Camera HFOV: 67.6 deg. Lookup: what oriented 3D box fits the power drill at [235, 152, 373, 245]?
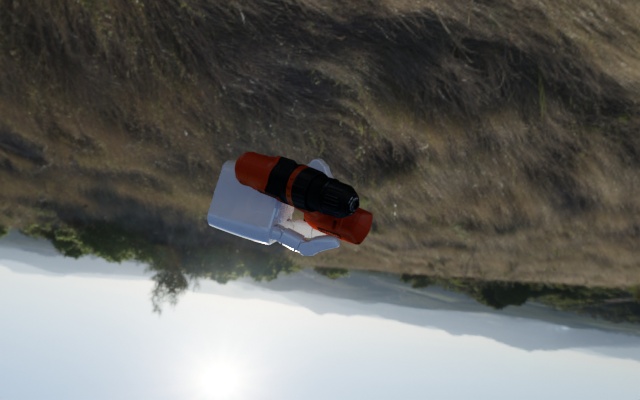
[{"bbox_3d":[0.000,0.002,0.635,0.184,0.057,0.188,22,-9,34],"label":"power drill"}]
